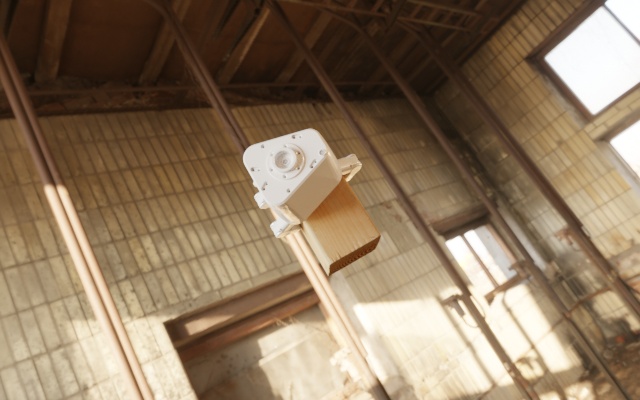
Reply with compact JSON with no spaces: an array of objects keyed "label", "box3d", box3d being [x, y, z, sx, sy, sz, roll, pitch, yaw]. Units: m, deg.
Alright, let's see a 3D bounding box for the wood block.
[{"label":"wood block","box3d":[0.000,0.002,0.757,0.091,0.206,0.090,-28,-17,-10]}]
